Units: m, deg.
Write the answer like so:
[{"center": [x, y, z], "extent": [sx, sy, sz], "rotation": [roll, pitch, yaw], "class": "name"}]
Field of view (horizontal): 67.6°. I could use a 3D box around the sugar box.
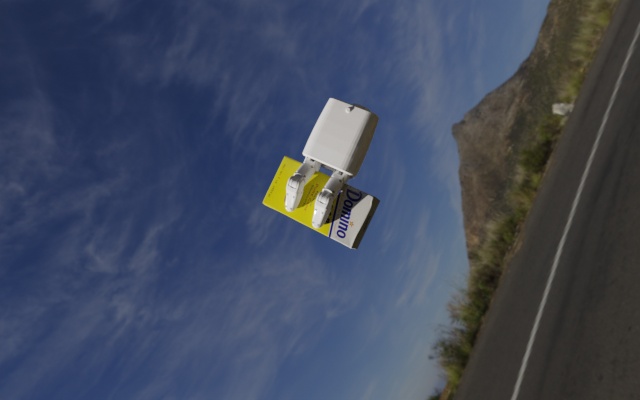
[{"center": [0.000, 0.002, 0.799], "extent": [0.176, 0.093, 0.048], "rotation": [25, 1, 21], "class": "sugar box"}]
